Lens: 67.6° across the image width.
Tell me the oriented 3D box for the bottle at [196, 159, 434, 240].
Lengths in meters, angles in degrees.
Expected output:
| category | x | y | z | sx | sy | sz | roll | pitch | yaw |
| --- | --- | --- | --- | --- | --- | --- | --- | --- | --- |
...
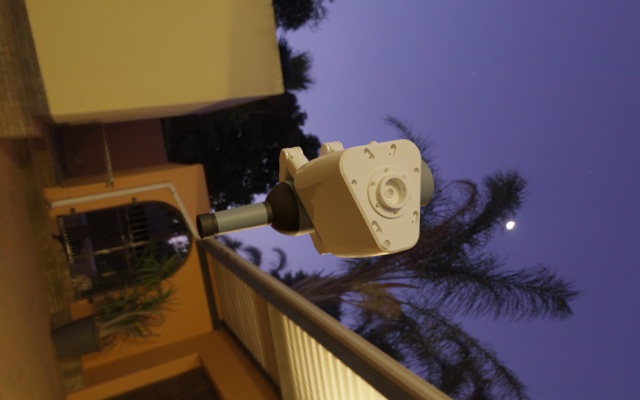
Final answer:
| category | x | y | z | sx | sy | sz | roll | pitch | yaw |
| --- | --- | --- | --- | --- | --- | --- | --- | --- | --- |
| bottle | 0.000 | 0.002 | 0.575 | 0.295 | 0.069 | 0.069 | -12 | 5 | -26 |
